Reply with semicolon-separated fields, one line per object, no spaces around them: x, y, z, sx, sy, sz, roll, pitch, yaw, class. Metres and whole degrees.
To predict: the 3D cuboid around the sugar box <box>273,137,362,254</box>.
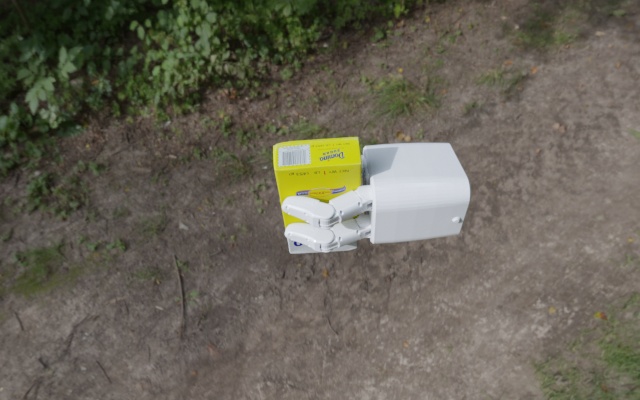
0.000;0.002;0.568;0.093;0.048;0.176;-4;-38;1;sugar box
